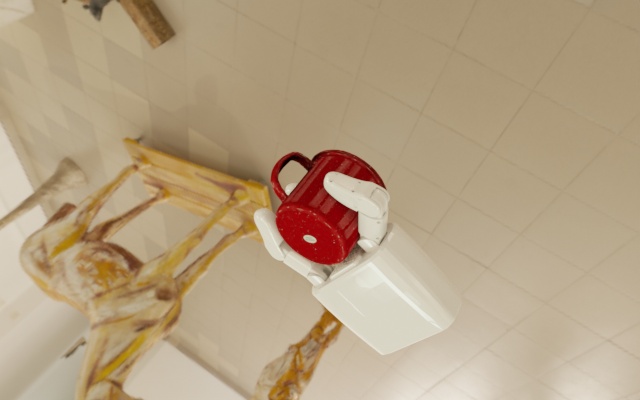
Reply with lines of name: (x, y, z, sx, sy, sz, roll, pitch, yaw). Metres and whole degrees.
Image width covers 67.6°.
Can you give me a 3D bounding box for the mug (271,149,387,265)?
mug: (-0.001, 0.001, 0.475, 0.093, 0.117, 0.081, -34, 15, 53)
